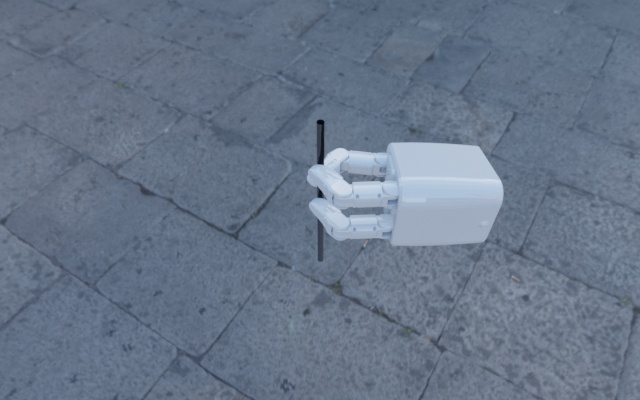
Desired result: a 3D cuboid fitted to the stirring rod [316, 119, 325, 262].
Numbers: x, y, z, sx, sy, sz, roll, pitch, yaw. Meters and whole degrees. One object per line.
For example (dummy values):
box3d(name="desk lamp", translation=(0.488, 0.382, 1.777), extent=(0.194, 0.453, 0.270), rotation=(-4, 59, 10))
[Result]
box3d(name="stirring rod", translation=(0.000, 0.002, 0.561), extent=(0.011, 0.011, 0.240), rotation=(0, -41, 0))
